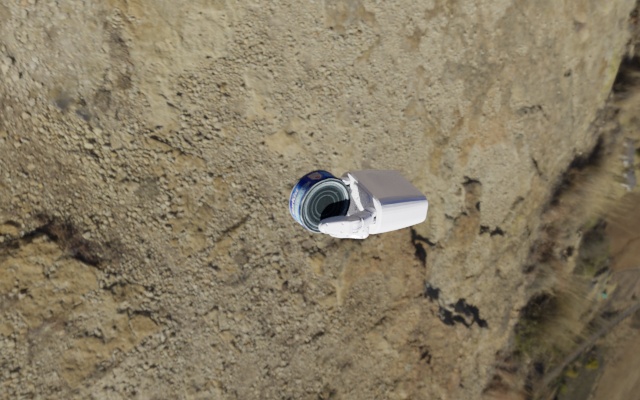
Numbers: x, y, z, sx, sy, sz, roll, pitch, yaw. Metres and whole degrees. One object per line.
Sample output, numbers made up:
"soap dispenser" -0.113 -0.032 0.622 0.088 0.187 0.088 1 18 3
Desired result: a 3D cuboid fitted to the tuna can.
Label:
"tuna can" 0.000 0.002 0.679 0.086 0.086 0.033 0 22 -33
